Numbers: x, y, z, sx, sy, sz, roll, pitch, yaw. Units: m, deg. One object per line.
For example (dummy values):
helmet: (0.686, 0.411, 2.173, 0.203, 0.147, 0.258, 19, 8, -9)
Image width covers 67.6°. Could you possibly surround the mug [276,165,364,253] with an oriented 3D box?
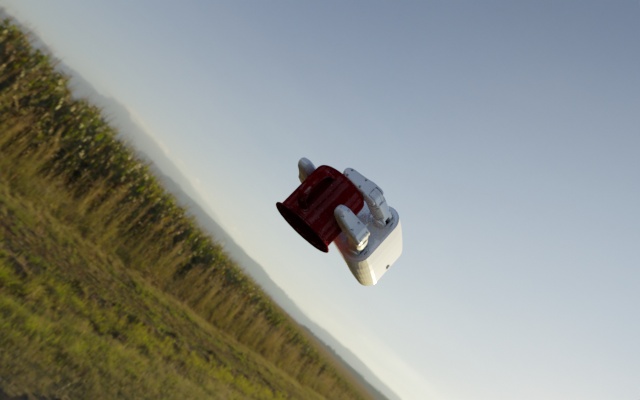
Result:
mug: (0.000, 0.001, 0.612, 0.093, 0.081, 0.117, 36, -16, 28)
